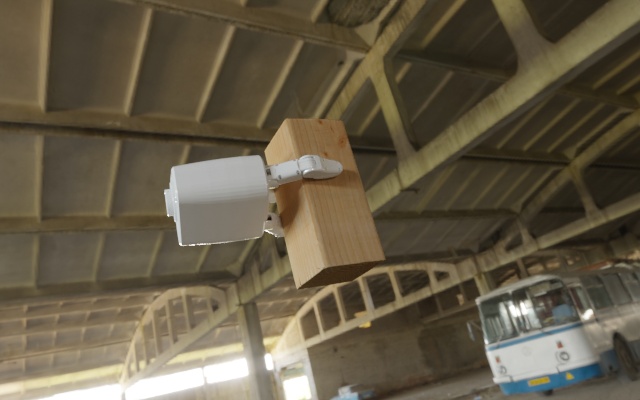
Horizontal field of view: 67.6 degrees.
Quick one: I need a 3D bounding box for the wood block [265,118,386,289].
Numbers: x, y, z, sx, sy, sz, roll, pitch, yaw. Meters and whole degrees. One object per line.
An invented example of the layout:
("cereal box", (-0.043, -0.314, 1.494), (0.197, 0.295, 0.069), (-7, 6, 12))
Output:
("wood block", (0.000, 0.002, 0.638), (0.090, 0.206, 0.091), (-3, -24, -29))
